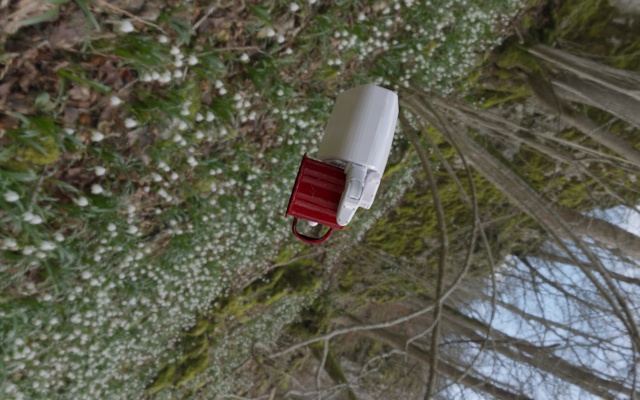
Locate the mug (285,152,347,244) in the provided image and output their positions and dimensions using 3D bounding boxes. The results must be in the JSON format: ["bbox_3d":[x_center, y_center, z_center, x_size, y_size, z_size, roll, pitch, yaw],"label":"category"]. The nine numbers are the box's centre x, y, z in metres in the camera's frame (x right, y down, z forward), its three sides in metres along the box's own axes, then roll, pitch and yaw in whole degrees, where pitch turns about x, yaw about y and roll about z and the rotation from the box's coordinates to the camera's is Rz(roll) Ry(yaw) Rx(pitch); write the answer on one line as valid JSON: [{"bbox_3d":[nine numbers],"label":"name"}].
[{"bbox_3d":[0.000,0.004,0.651,0.081,0.117,0.093,17,-1,-5],"label":"mug"}]
